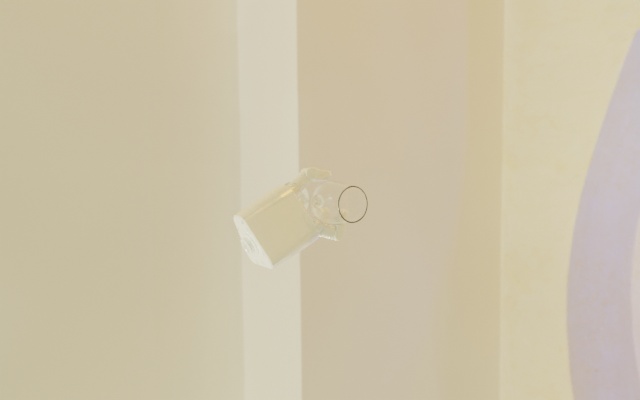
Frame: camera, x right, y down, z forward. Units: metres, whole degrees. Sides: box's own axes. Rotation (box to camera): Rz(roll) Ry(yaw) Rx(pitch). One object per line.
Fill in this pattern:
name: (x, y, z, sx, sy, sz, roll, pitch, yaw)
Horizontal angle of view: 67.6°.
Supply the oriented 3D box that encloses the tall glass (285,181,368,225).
tall glass: (0.000, 0.003, 0.871, 0.079, 0.079, 0.201, 0, 2, -33)
